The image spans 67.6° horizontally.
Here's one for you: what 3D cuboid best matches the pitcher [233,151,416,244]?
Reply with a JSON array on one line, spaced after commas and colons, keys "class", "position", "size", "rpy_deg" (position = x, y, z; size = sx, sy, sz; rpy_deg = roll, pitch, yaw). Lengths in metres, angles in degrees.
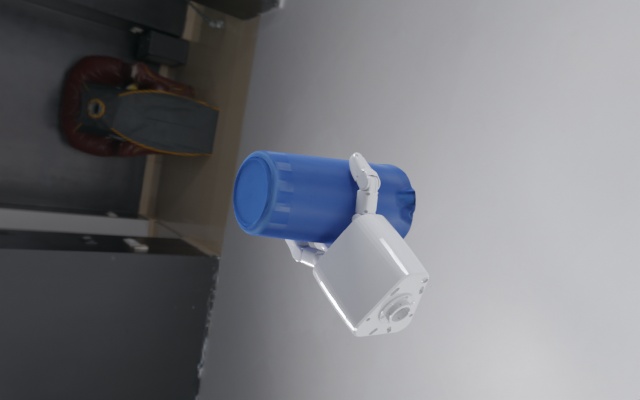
[{"class": "pitcher", "position": [0.000, 0.002, 0.677], "size": [0.243, 0.149, 0.145], "rpy_deg": [7, 34, -37]}]
